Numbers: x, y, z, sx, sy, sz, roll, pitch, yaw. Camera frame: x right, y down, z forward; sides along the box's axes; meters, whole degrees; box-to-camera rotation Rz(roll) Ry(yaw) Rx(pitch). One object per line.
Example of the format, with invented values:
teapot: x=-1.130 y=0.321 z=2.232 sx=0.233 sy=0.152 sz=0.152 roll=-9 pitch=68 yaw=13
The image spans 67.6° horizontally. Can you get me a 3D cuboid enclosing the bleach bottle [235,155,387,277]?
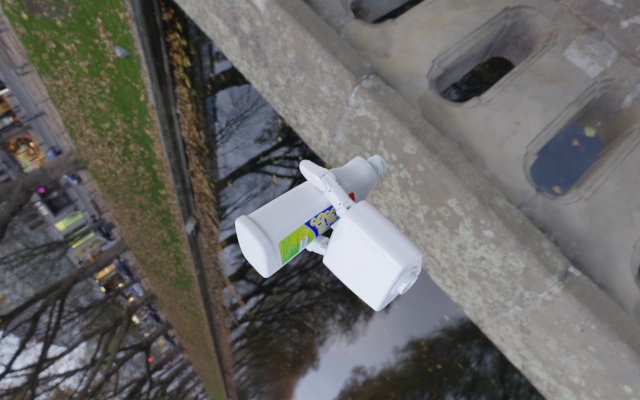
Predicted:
bleach bottle: x=0.000 y=0.002 z=0.688 sx=0.250 sy=0.068 sz=0.103 roll=-36 pitch=-28 yaw=-24
